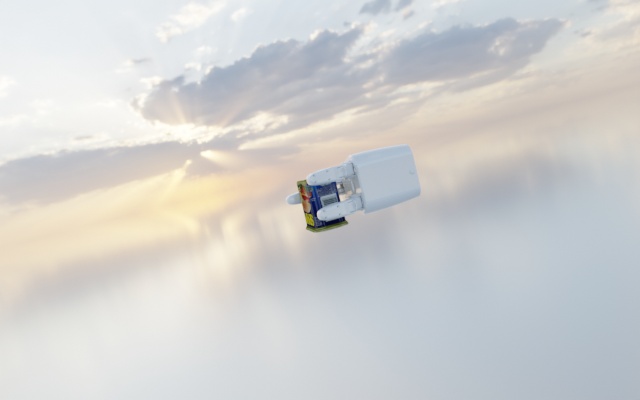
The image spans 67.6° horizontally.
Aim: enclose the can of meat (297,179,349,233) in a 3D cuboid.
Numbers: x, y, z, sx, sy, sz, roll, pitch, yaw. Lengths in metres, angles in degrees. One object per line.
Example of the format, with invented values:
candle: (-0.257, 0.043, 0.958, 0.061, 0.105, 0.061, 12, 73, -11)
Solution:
can of meat: (0.000, 0.002, 0.773, 0.057, 0.084, 0.102, -14, 4, -12)
